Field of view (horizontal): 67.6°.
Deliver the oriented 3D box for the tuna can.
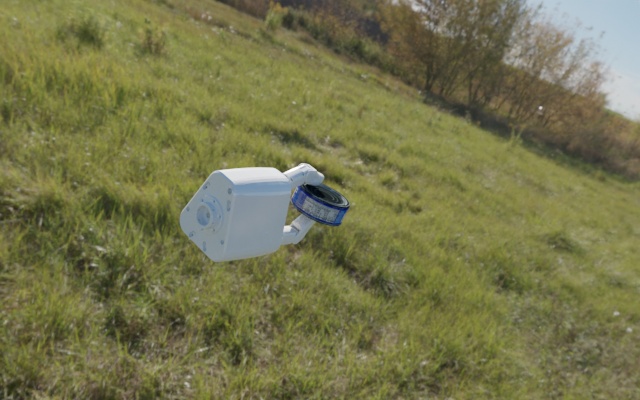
[{"bbox_3d":[0.000,0.002,0.716,0.086,0.034,0.086,24,17,-8],"label":"tuna can"}]
